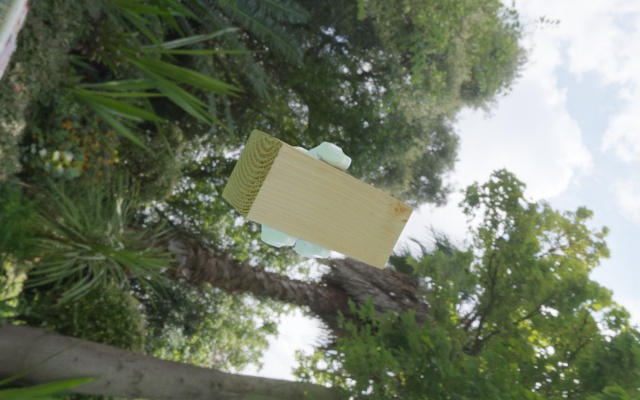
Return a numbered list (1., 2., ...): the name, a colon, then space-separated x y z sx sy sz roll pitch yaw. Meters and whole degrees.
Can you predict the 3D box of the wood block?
1. wood block: 0.000 0.002 0.585 0.206 0.091 0.090 24 5 -33
